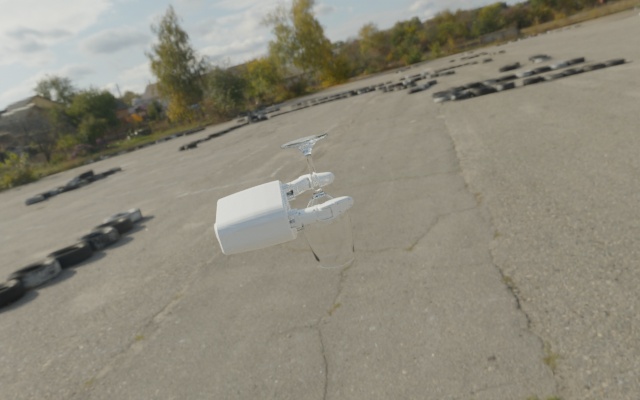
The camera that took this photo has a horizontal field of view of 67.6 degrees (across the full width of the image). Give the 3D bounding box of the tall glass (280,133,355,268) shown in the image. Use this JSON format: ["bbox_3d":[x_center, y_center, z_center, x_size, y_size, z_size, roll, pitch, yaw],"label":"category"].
[{"bbox_3d":[0.000,0.002,0.744,0.079,0.201,0.079,-15,13,4],"label":"tall glass"}]
